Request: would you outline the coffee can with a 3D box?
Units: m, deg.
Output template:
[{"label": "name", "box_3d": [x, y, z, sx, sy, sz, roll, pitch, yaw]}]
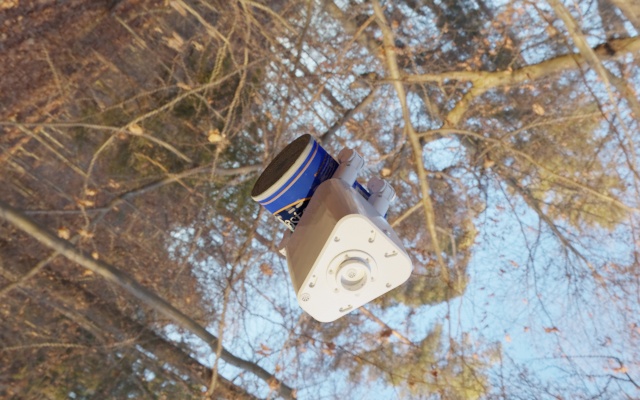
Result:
[{"label": "coffee can", "box_3d": [0.000, 0.002, 0.591, 0.140, 0.102, 0.103, 42, -17, -19]}]
